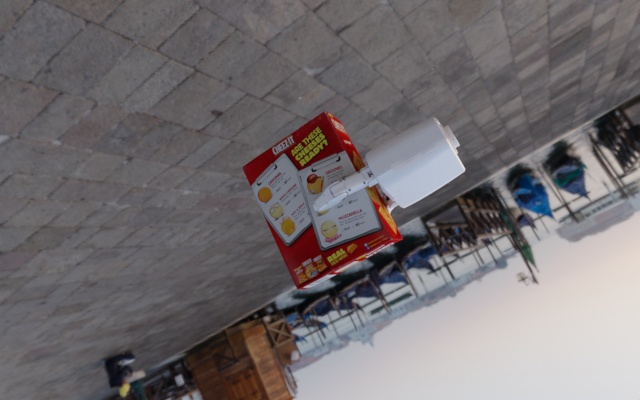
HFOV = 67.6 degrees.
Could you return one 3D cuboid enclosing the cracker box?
[{"bbox_3d":[0.000,0.003,0.722,0.164,0.213,0.072,-31,-16,18],"label":"cracker box"}]
